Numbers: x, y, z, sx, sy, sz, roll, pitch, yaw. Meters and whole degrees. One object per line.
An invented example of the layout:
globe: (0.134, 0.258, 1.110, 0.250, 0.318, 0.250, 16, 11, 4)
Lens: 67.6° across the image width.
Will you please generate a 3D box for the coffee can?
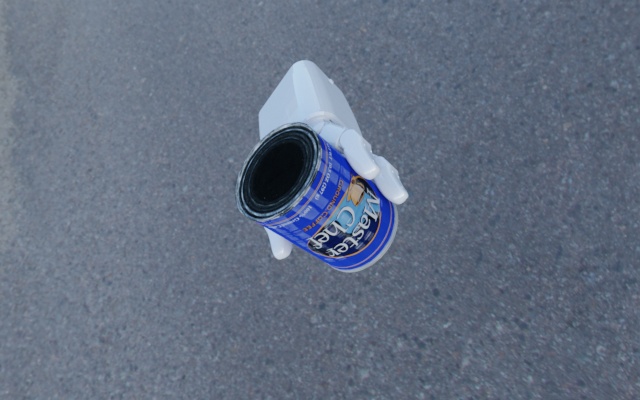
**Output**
coffee can: (0.000, 0.002, 0.483, 0.103, 0.102, 0.140, 0, -25, 41)
